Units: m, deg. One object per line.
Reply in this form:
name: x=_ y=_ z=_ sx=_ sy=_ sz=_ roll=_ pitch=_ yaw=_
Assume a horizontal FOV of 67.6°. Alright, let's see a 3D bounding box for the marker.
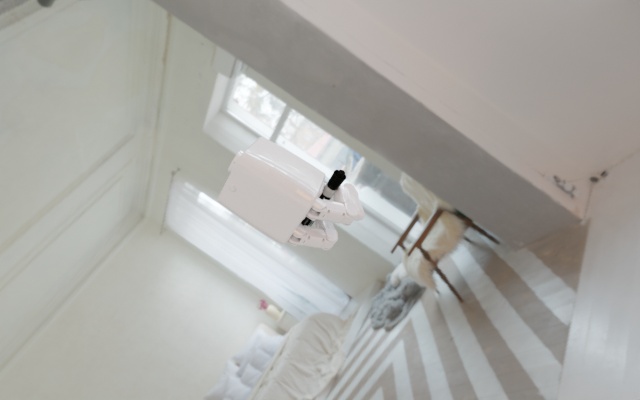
marker: x=0.000 y=0.002 z=0.656 sx=0.020 sy=0.020 sz=0.121 roll=0 pitch=-41 yaw=-38
